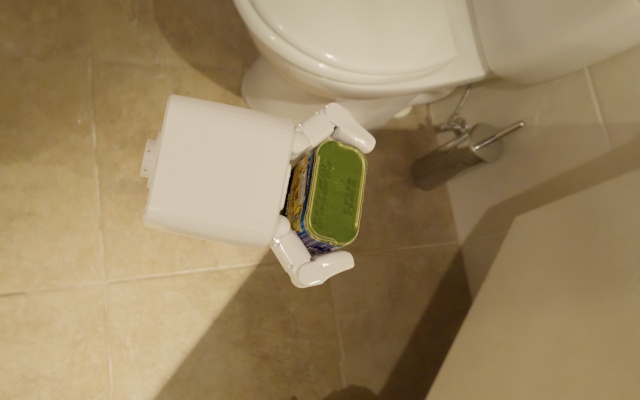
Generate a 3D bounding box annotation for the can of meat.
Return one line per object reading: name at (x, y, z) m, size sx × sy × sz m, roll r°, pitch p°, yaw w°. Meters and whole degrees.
can of meat at (0.000, 0.002, 0.459) m, size 0.057 × 0.102 × 0.084 m, roll 15°, pitch -19°, yaw -18°
